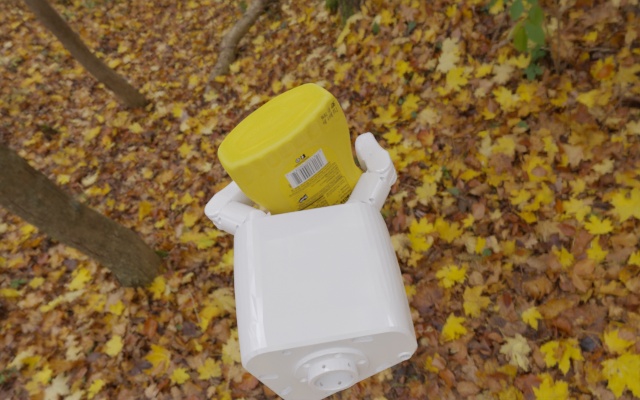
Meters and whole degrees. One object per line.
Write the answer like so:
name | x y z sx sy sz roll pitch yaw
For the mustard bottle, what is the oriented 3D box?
mustard bottle | 0.000 0.001 0.411 0.096 0.192 0.058 -38 45 -7
